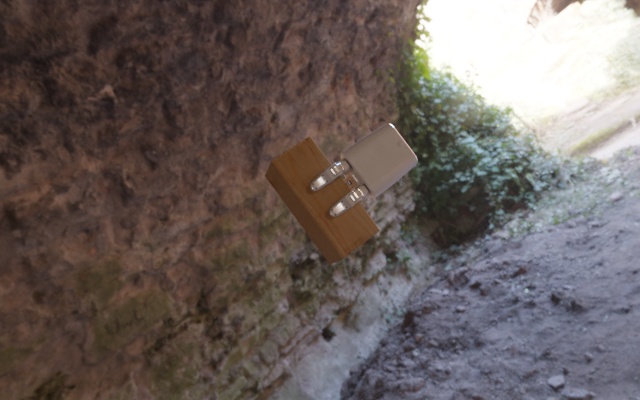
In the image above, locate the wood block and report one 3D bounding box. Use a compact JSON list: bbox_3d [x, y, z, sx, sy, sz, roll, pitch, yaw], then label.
[{"bbox_3d":[0.000,0.003,0.861,0.090,0.206,0.091,-35,-3,-19],"label":"wood block"}]
